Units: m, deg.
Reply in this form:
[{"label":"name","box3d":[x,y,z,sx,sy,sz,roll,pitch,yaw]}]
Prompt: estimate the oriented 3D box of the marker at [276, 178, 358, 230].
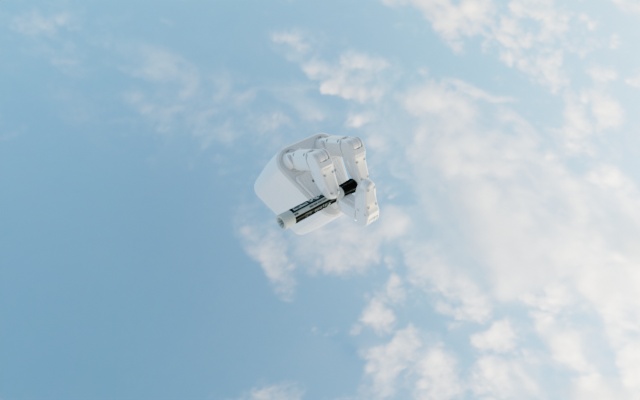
[{"label":"marker","box3d":[0.000,0.002,0.574,0.121,0.020,0.020,-27,15,-32]}]
